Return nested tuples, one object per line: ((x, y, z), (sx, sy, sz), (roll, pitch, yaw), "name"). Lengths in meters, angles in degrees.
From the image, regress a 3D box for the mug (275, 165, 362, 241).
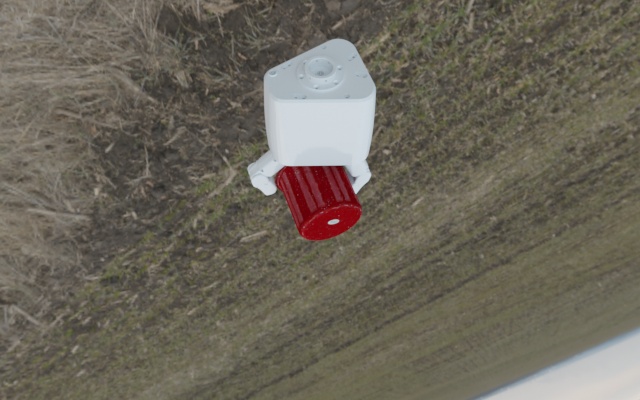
((0.000, 0.003, 0.599), (0.093, 0.081, 0.117), (-17, -29, -10), "mug")
